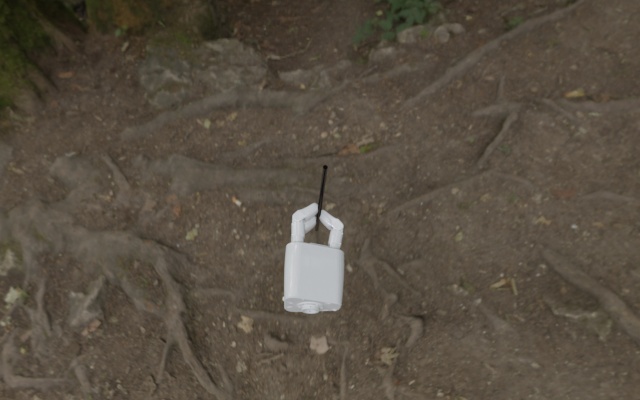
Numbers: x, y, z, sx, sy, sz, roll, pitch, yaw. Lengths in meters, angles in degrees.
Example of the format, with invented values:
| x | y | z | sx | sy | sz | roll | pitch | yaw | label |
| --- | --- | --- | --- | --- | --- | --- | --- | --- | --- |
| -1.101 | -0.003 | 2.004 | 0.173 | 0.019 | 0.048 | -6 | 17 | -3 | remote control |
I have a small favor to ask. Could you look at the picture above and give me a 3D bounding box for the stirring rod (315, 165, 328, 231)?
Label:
| x | y | z | sx | sy | sz | roll | pitch | yaw | label |
| --- | --- | --- | --- | --- | --- | --- | --- | --- | --- |
| 0.000 | 0.003 | 0.897 | 0.011 | 0.011 | 0.240 | 0 | -29 | -4 | stirring rod |
